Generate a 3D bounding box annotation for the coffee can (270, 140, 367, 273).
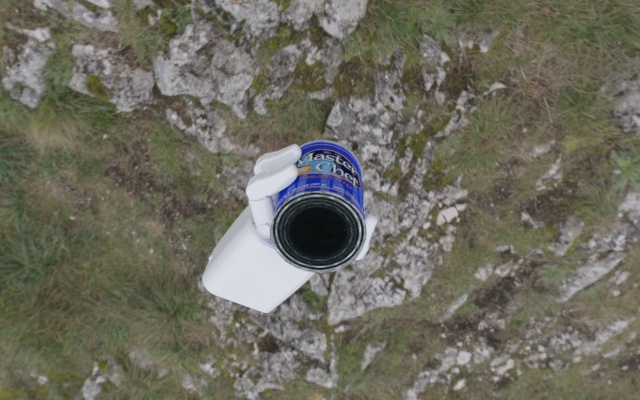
[{"bbox_3d":[0.000,0.002,0.561,0.103,0.103,0.140,0,29,2],"label":"coffee can"}]
